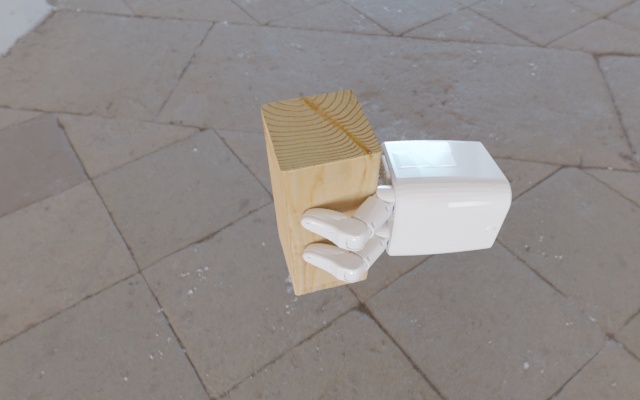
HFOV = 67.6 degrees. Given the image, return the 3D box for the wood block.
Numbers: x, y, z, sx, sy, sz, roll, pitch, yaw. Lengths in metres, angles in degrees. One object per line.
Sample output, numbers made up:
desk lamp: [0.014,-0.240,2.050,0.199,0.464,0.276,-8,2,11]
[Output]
wood block: [0.000,0.001,0.495,0.090,0.090,0.206,-12,-39,-9]
